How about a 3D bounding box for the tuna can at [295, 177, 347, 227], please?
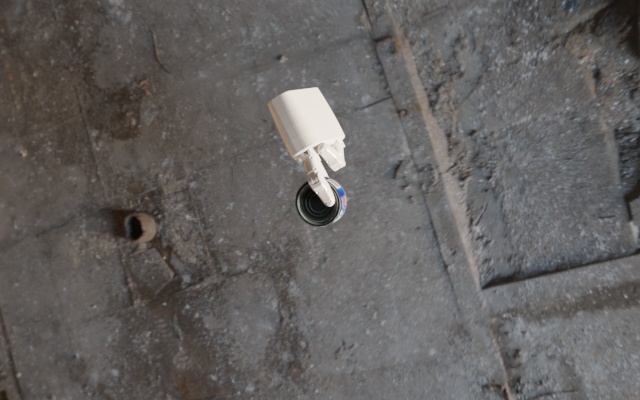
[{"bbox_3d":[0.000,0.003,0.827,0.086,0.086,0.033,0,9,19],"label":"tuna can"}]
